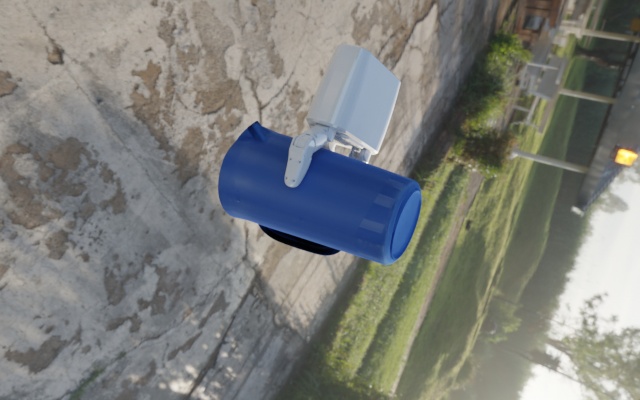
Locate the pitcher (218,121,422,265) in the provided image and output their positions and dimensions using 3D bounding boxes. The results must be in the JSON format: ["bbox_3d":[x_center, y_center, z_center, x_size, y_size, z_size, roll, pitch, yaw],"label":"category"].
[{"bbox_3d":[0.000,0.002,0.625,0.243,0.145,0.149,19,-3,25],"label":"pitcher"}]
